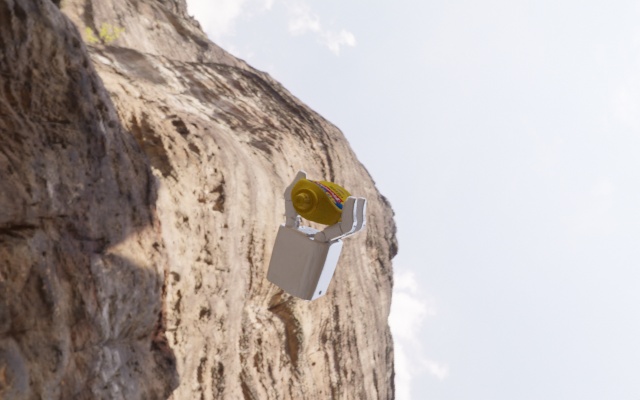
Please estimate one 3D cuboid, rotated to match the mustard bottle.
[{"bbox_3d":[0.000,0.002,0.822,0.096,0.058,0.191,44,14,16],"label":"mustard bottle"}]
